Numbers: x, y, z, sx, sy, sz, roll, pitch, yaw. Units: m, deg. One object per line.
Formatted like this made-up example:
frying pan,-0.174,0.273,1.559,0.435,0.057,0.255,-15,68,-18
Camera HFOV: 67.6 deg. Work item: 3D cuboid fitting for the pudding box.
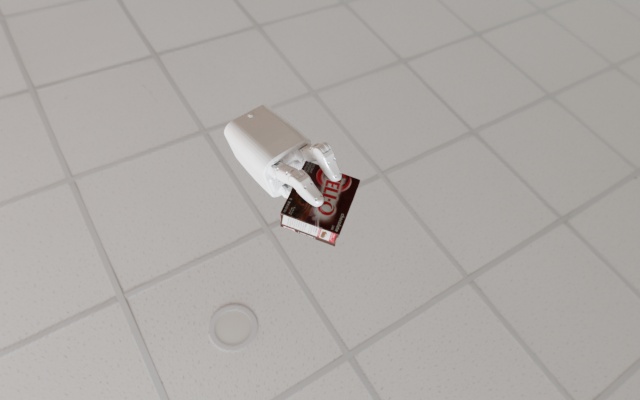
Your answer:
pudding box,0.000,0.002,0.708,0.090,0.113,0.039,19,-35,5
